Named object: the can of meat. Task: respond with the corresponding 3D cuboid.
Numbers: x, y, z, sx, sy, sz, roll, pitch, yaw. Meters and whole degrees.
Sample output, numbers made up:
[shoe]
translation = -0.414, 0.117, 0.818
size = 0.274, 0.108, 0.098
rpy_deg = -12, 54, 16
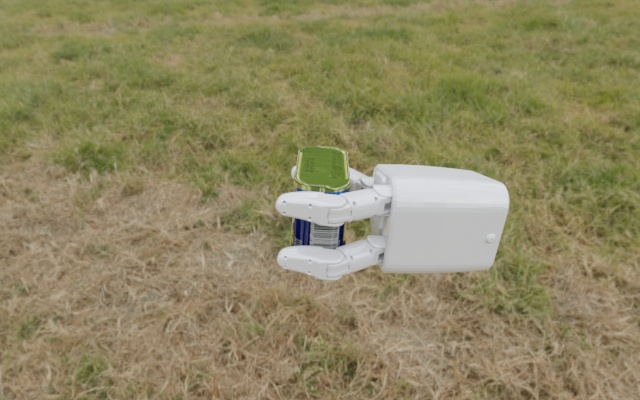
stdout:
[can of meat]
translation = 0.000, 0.001, 0.476
size = 0.057, 0.084, 0.102
rpy_deg = 3, 29, -1
